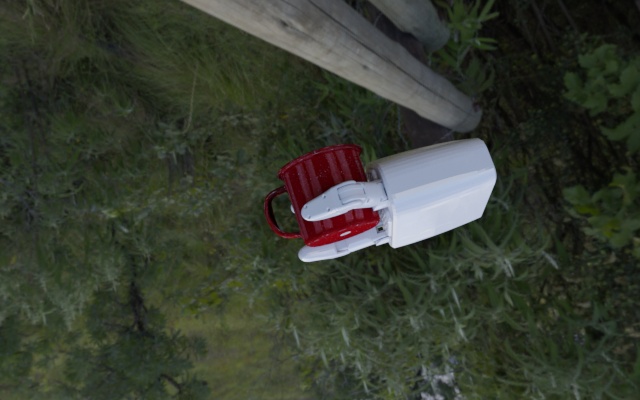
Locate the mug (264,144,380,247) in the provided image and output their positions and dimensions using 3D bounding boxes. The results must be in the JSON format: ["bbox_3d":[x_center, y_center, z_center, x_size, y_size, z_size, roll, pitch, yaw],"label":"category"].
[{"bbox_3d":[-0.001,0.002,0.491,0.117,0.081,0.093,-18,-12,-1],"label":"mug"}]
